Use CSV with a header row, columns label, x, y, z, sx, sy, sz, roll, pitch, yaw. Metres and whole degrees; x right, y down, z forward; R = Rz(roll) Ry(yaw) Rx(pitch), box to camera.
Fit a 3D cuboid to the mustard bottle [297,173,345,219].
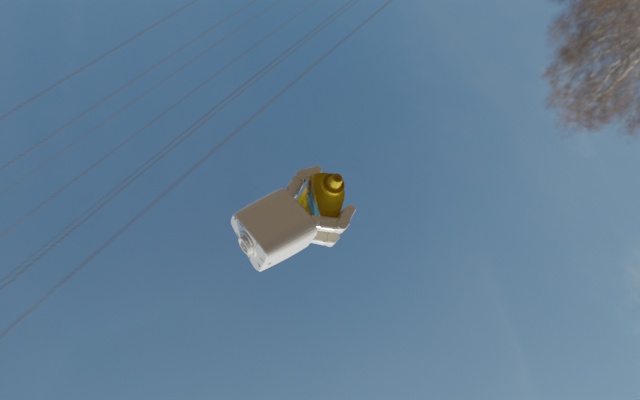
label,x,y,z,sx,sy,sz,roll,pitch,yaw
mustard bottle,0.000,0.003,0.887,0.058,0.096,0.192,-3,-25,-20
